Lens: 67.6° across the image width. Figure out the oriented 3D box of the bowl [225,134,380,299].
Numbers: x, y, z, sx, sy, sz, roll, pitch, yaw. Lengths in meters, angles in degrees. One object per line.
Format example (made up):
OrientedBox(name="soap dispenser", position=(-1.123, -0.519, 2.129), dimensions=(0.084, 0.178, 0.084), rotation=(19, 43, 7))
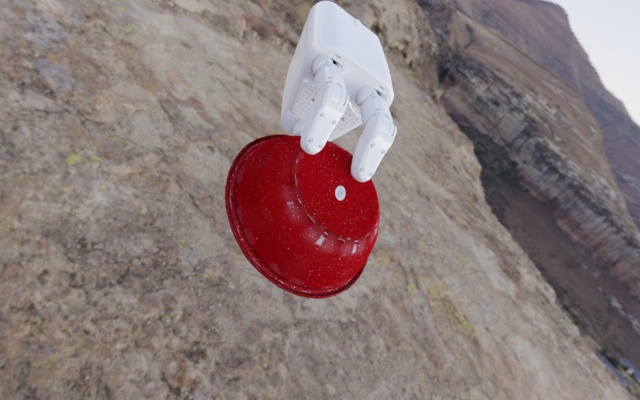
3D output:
OrientedBox(name="bowl", position=(0.000, 0.002, 0.423), dimensions=(0.162, 0.162, 0.055), rotation=(0, -22, -40))
